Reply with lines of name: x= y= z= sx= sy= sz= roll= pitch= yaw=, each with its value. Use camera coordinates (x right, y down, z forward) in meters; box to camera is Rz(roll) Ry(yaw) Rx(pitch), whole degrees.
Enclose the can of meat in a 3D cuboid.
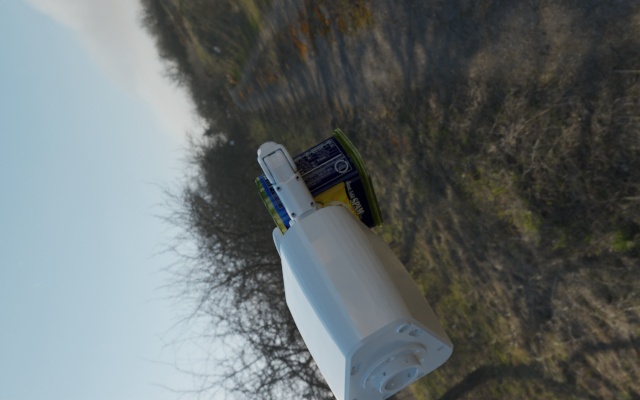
can of meat: x=0.000 y=0.001 z=0.415 sx=0.084 sy=0.057 sz=0.102 roll=-29 pitch=-39 yaw=-4
